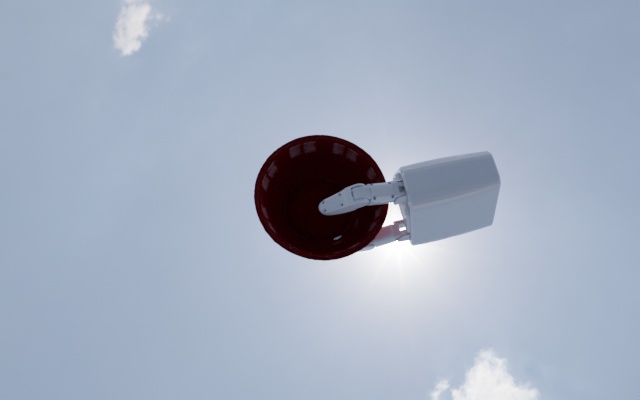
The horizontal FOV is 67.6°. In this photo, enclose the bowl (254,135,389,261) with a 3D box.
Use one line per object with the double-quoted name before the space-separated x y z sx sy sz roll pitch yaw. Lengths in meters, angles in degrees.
"bowl" -0.001 0.002 0.591 0.162 0.162 0.055 0 -21 -5
